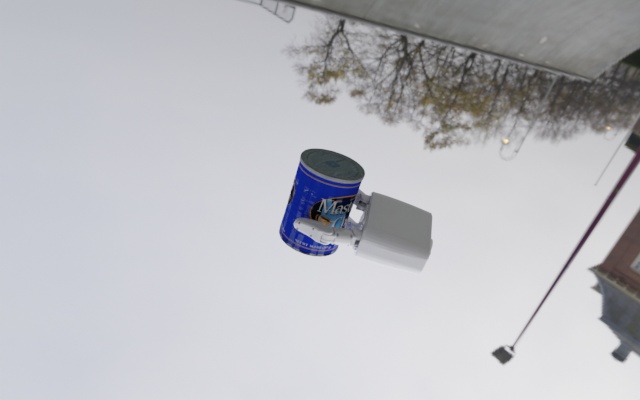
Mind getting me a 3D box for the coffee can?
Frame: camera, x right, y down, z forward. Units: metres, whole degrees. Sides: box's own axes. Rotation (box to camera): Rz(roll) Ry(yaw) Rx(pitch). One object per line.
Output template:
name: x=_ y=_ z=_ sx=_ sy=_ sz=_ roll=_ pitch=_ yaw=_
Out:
coffee can: x=0.000 y=0.002 z=0.757 sx=0.103 sy=0.140 sz=0.102 roll=14 pitch=27 yaw=-7
